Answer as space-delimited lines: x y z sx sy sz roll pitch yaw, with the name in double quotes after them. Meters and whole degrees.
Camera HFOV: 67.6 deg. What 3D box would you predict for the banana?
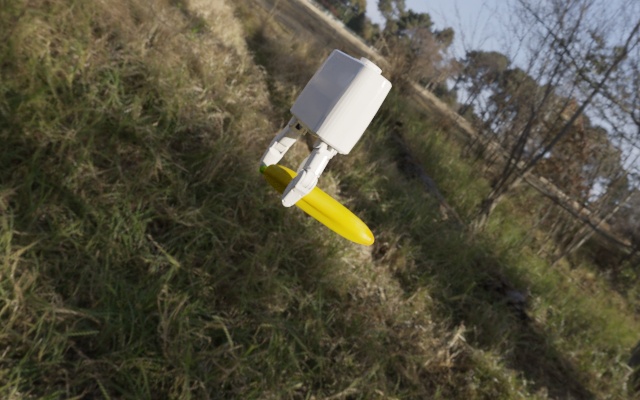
-0.005 0.002 0.667 0.198 0.037 0.069 36 8 3 "banana"
